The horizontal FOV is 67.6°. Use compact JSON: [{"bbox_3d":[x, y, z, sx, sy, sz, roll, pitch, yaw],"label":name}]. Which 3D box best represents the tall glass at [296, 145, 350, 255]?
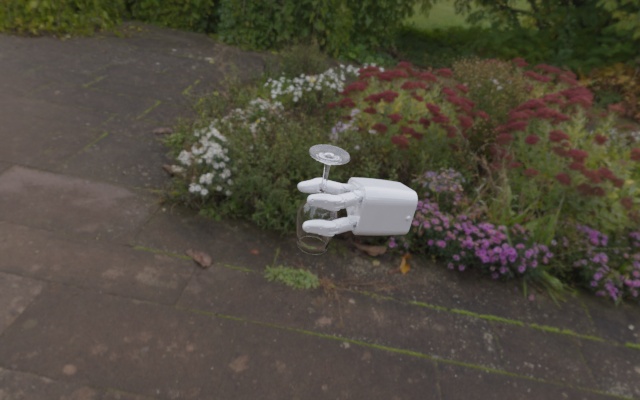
[{"bbox_3d":[0.000,0.002,0.885,0.079,0.201,0.079,8,30,-5],"label":"tall glass"}]
